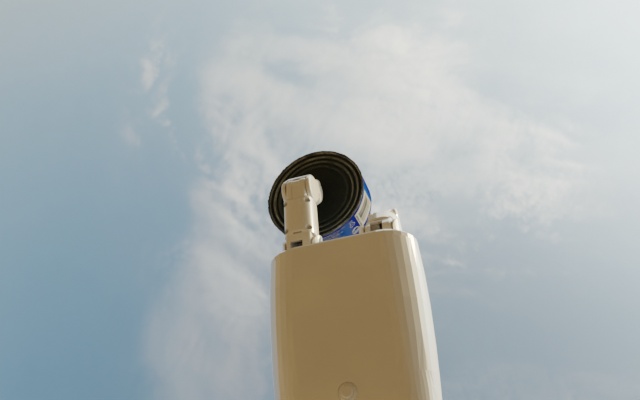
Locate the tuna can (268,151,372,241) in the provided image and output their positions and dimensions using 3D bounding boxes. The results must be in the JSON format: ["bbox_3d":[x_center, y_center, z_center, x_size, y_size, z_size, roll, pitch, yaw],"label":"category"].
[{"bbox_3d":[0.000,0.002,0.414,0.086,0.086,0.034,0,-30,23],"label":"tuna can"}]
